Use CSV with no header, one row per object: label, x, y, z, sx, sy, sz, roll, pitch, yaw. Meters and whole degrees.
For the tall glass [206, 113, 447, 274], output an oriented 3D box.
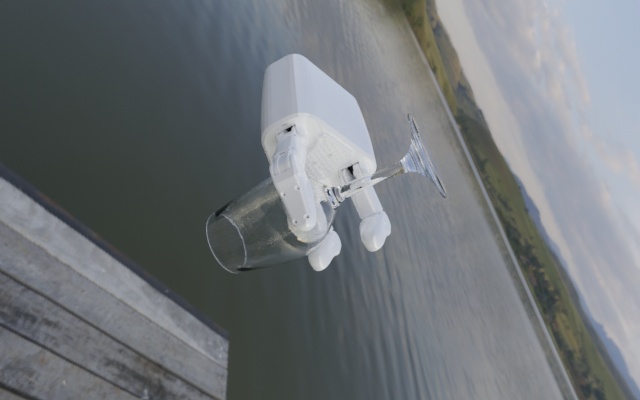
tall glass,0.001,0.001,0.414,0.201,0.079,0.079,-24,-8,17
